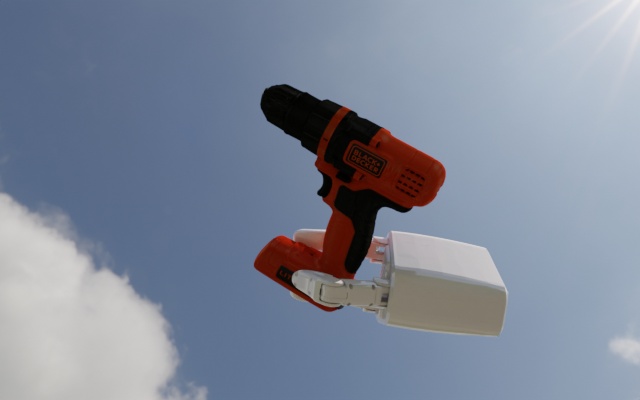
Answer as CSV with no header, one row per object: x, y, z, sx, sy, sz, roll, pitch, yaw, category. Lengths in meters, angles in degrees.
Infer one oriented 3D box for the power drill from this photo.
0.000,0.002,0.462,0.184,0.188,0.057,30,28,12,power drill
